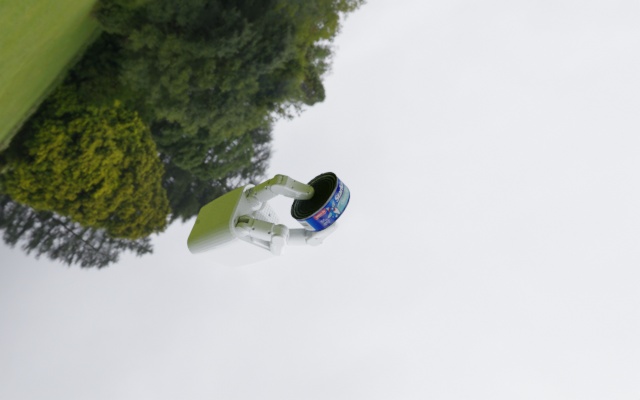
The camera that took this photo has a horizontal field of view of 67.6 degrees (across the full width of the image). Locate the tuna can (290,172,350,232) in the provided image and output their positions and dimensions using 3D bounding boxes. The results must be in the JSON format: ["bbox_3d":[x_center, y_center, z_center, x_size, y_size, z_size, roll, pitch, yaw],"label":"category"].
[{"bbox_3d":[0.001,0.003,0.674,0.034,0.086,0.086,44,-24,-27],"label":"tuna can"}]
